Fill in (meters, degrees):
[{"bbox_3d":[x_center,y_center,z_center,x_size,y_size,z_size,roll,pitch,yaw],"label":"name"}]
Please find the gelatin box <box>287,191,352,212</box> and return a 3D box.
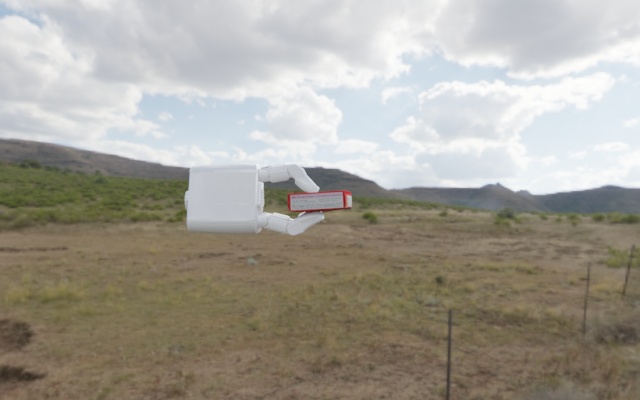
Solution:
[{"bbox_3d":[0.000,0.002,0.741,0.089,0.030,0.073,-4,-2,11],"label":"gelatin box"}]
